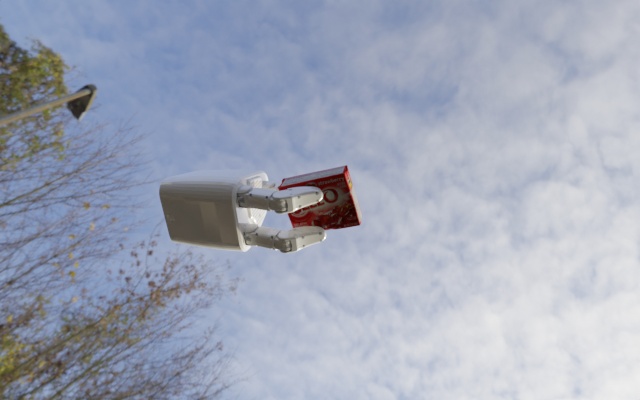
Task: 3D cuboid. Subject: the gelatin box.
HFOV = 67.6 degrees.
[{"bbox_3d":[0.001,0.002,0.596,0.089,0.073,0.030,-11,24,16],"label":"gelatin box"}]
